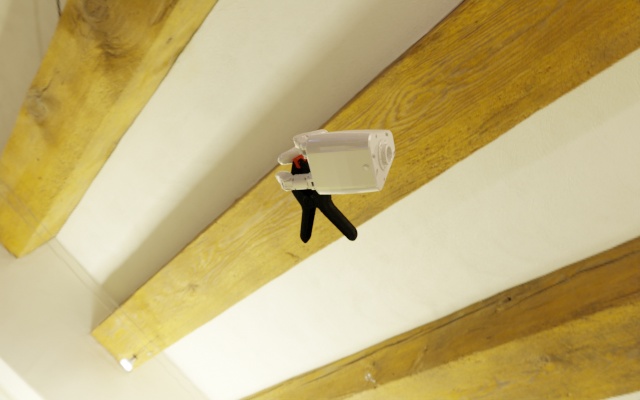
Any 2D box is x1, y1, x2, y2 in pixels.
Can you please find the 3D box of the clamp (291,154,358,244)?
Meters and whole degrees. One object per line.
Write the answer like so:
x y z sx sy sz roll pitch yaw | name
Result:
0.000 0.002 0.824 0.120 0.171 0.039 0 28 28 | clamp
